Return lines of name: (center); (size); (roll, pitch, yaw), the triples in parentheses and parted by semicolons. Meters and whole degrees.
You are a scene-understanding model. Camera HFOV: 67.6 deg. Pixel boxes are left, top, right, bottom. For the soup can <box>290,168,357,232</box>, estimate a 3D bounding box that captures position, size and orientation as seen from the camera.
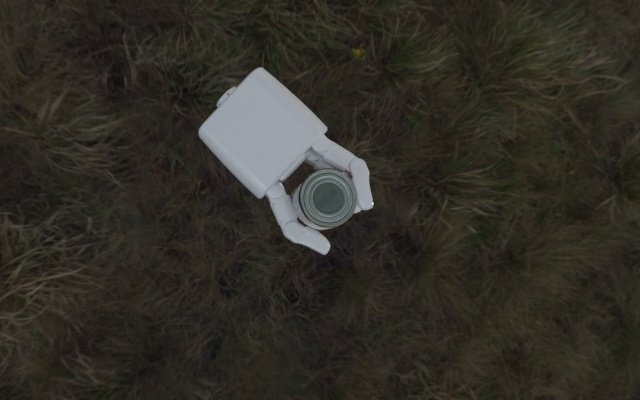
soup can: (0.000, 0.002, 0.570); (0.068, 0.068, 0.102); (0, -6, -11)
